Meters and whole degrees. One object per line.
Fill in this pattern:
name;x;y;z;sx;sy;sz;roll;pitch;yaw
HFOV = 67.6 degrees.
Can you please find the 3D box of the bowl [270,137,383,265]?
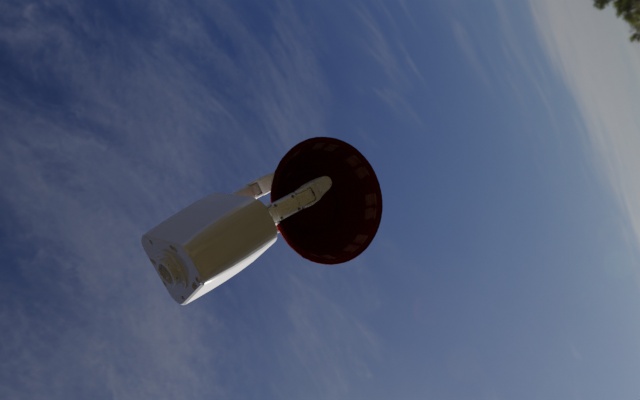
bowl;0.001;0.002;0.620;0.162;0.162;0.055;0;-6;-29
